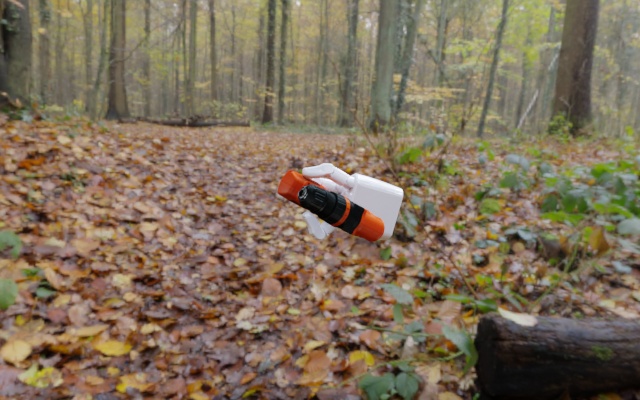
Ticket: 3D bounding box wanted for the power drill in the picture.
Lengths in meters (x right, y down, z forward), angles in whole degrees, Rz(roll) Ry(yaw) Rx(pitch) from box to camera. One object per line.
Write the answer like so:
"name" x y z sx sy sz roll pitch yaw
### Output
"power drill" 0.000 0.003 0.836 0.184 0.057 0.187 29 1 -37
